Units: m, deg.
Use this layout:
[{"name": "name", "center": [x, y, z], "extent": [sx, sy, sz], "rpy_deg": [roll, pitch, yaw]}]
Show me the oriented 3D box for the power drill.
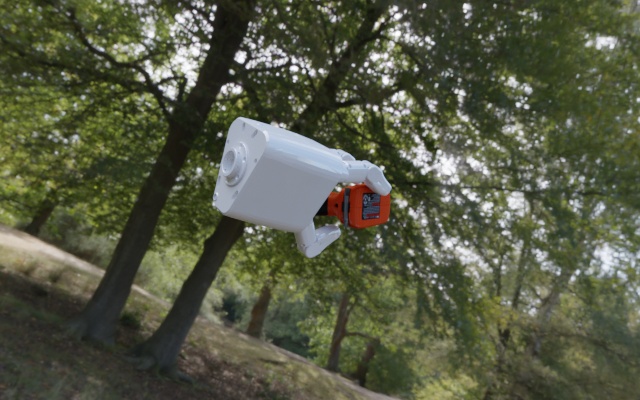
[{"name": "power drill", "center": [0.000, 0.002, 0.684], "extent": [0.187, 0.057, 0.184], "rpy_deg": [2, 5, 32]}]
